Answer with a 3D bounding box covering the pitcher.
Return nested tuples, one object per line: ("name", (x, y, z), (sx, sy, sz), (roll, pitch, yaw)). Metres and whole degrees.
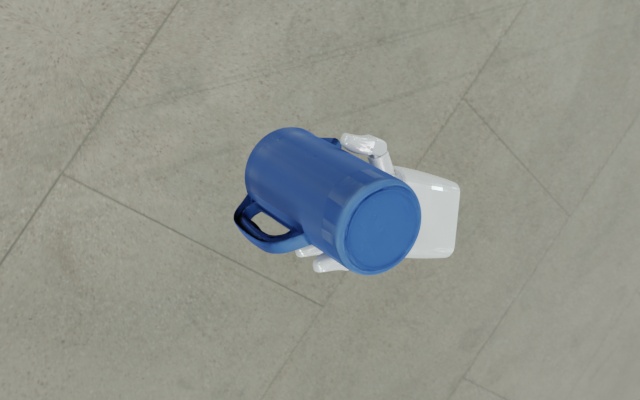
("pitcher", (0.000, 0.002, 0.583), (0.145, 0.149, 0.242), (9, 13, -31))
